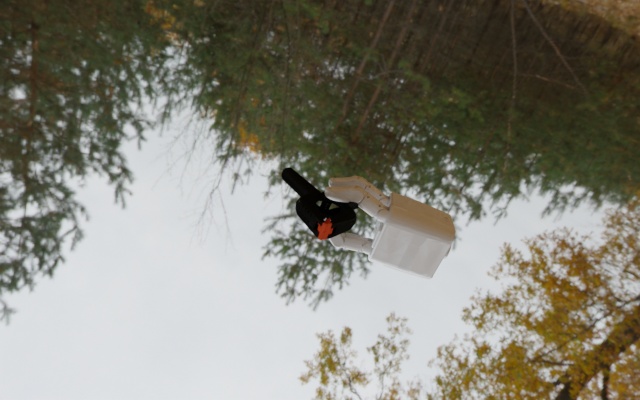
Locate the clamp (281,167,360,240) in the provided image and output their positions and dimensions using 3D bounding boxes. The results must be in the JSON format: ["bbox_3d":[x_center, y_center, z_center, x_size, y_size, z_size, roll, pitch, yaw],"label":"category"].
[{"bbox_3d":[0.000,0.003,0.757,0.164,0.036,0.210,18,21,2],"label":"clamp"}]
